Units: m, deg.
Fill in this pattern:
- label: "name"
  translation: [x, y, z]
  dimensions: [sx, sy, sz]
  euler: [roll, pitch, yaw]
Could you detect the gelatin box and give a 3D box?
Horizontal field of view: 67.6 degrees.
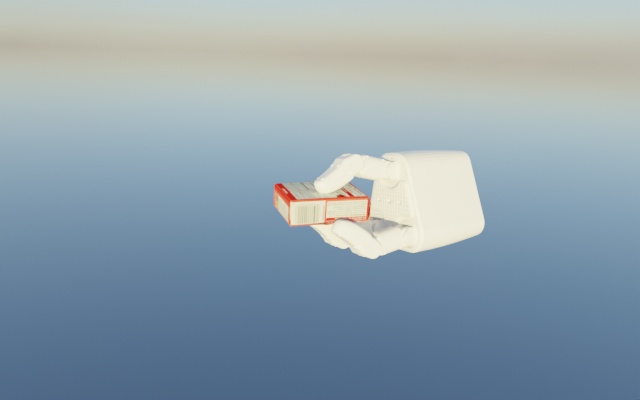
- label: "gelatin box"
  translation: [0.000, 0.001, 0.517]
  dimensions: [0.089, 0.030, 0.073]
  euler: [-3, 17, -18]
